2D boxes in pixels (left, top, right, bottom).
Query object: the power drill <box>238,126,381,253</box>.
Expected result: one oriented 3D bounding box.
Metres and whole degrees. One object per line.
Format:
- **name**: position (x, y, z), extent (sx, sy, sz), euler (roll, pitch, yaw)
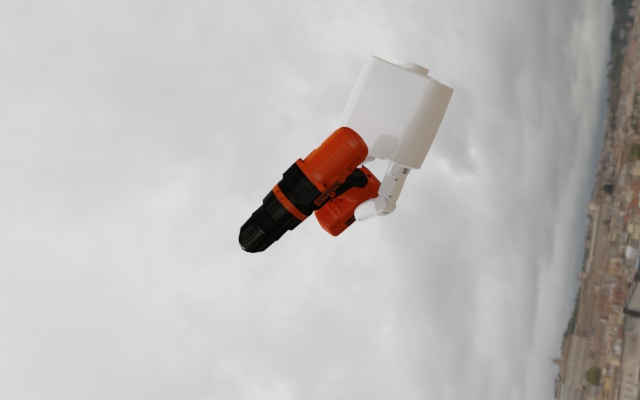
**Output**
- **power drill**: position (0.000, 0.002, 0.598), extent (0.184, 0.057, 0.188), euler (-42, -17, 9)
